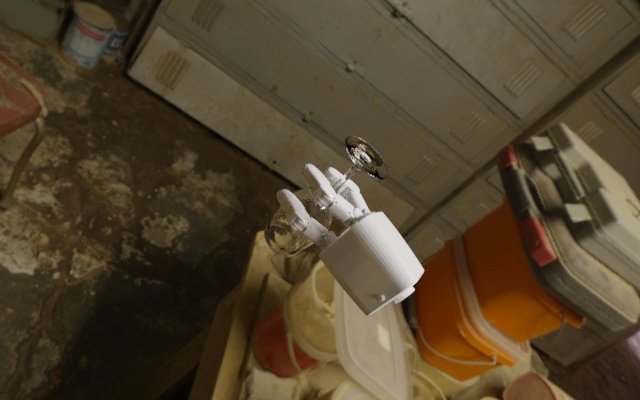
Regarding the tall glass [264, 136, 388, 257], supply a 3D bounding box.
[{"bbox_3d":[0.000,0.002,0.678,0.079,0.079,0.201,0,-36,-50],"label":"tall glass"}]
